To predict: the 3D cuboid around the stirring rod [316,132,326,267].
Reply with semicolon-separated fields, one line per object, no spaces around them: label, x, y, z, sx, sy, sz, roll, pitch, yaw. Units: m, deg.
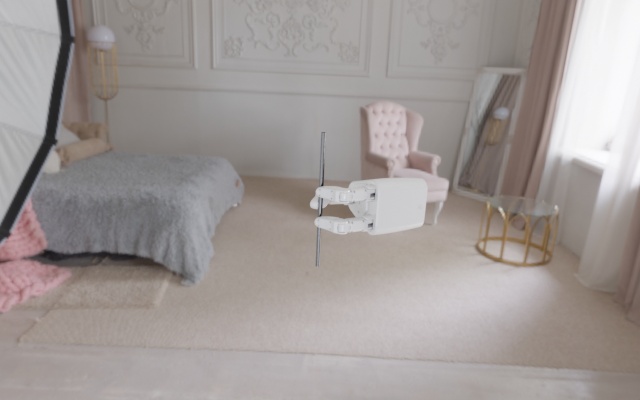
stirring rod;0.000;0.003;0.824;0.011;0.239;0.011;2;17;-1
